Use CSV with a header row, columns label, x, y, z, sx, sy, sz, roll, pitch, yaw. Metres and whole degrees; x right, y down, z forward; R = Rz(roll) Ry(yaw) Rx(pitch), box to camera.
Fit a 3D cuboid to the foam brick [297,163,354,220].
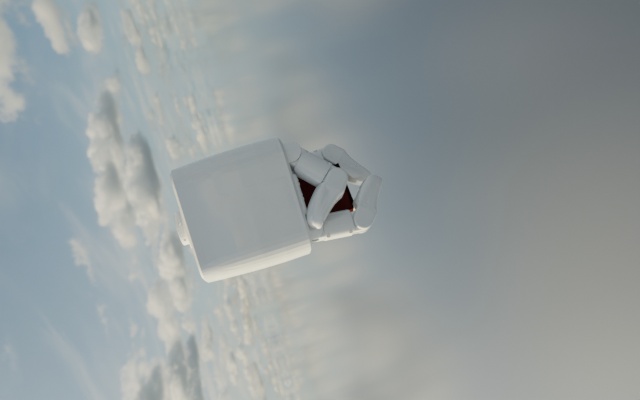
label,x,y,z,sx,sy,sz,roll,pitch,yaw
foam brick,0.000,0.002,0.516,0.051,0.053,0.078,-18,-14,-10
